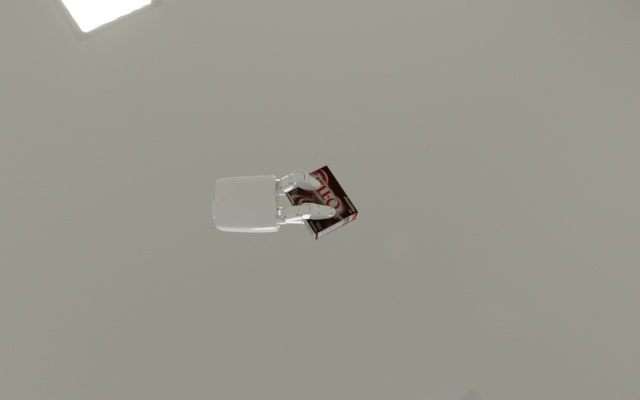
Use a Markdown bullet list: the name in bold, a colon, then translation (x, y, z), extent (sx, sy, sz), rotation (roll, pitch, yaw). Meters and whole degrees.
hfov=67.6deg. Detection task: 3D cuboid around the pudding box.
- **pudding box**: translation (0.000, 0.003, 0.863), extent (0.090, 0.113, 0.039), rotation (-27, -19, -15)
